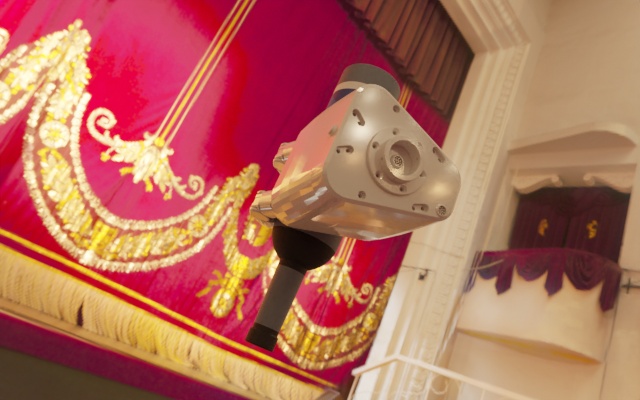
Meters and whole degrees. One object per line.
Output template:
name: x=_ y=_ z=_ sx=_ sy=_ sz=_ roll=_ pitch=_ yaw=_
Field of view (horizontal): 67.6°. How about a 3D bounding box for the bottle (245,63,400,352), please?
bottle: x=0.000 y=0.001 z=0.470 sx=0.069 sy=0.295 sz=0.069 roll=21 pitch=-19 yaw=8
